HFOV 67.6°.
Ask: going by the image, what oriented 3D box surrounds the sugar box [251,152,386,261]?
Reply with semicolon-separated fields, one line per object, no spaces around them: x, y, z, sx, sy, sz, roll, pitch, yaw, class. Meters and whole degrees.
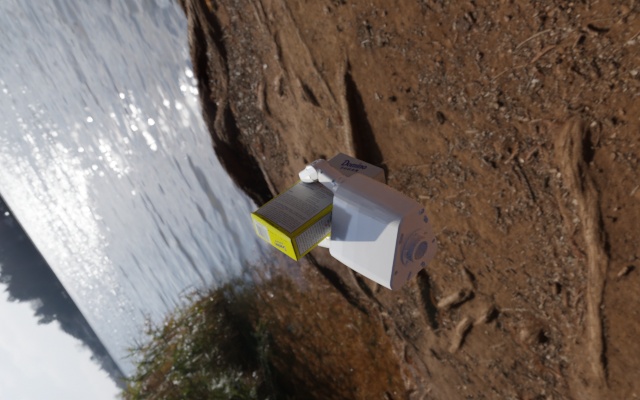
0.000;0.003;0.665;0.176;0.048;0.093;-33;41;-28;sugar box
